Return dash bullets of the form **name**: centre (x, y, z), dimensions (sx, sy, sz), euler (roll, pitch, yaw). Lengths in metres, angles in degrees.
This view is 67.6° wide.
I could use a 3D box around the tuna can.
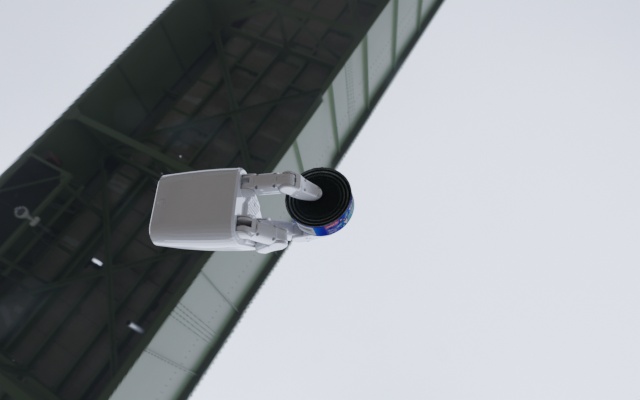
- **tuna can**: centre (0.000, 0.002, 0.612), dimensions (0.086, 0.086, 0.034), euler (0, -28, 14)
